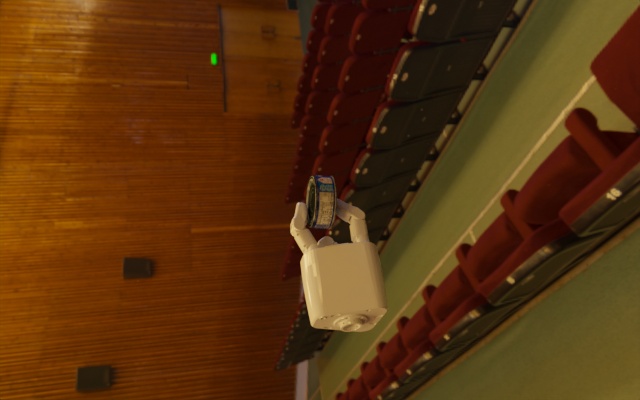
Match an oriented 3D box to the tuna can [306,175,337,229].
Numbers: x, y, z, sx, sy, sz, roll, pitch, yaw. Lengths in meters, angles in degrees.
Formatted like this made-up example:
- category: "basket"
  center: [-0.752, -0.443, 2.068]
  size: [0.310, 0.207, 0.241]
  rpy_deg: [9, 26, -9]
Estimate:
- category: "tuna can"
  center: [0.000, 0.002, 0.760]
  size: [0.034, 0.086, 0.086]
  rpy_deg: [2, -1, -12]
